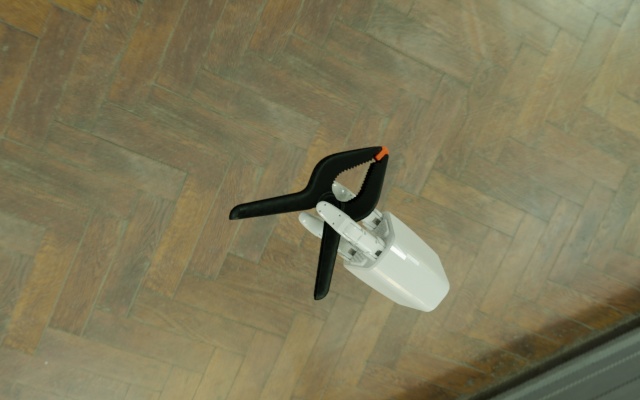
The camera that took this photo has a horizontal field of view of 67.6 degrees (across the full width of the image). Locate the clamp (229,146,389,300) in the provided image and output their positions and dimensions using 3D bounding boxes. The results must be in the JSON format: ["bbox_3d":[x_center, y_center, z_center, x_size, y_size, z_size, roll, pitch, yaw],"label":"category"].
[{"bbox_3d":[0.001,0.002,0.605,0.164,0.210,0.036,38,1,-12],"label":"clamp"}]
